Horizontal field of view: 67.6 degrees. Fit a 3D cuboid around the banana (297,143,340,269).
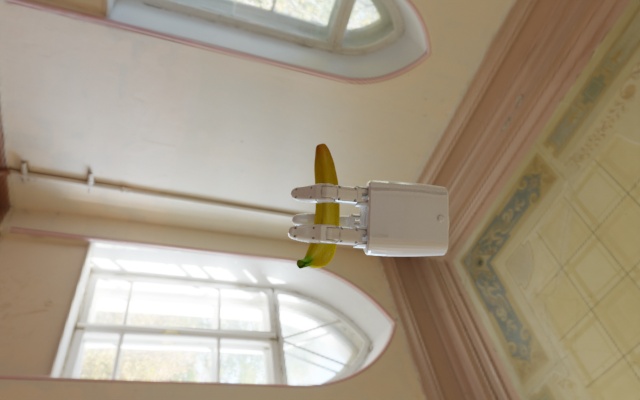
[{"bbox_3d":[0.005,0.015,0.667,0.037,0.197,0.070,-4,-32,17],"label":"banana"}]
